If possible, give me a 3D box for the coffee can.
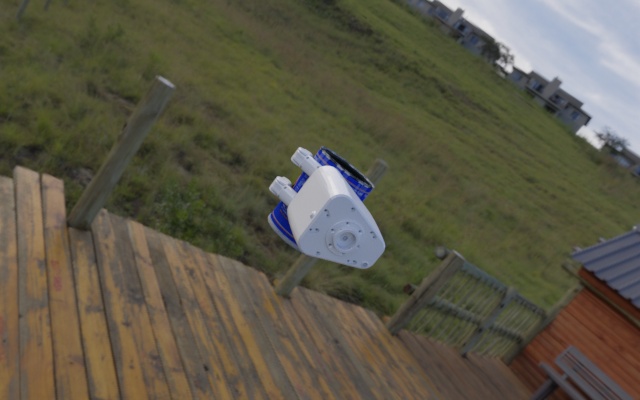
[{"bbox_3d":[0.000,0.002,0.738,0.103,0.140,0.102,36,12,-9],"label":"coffee can"}]
